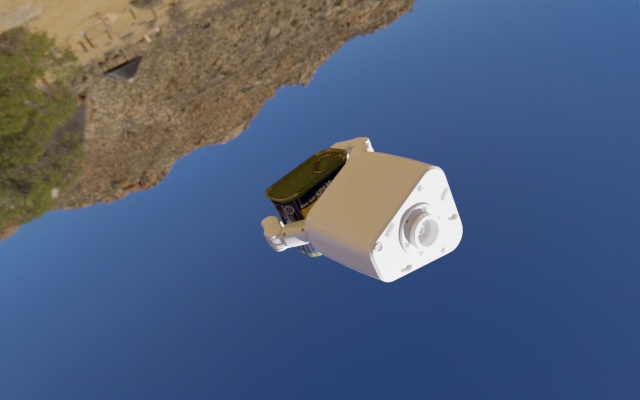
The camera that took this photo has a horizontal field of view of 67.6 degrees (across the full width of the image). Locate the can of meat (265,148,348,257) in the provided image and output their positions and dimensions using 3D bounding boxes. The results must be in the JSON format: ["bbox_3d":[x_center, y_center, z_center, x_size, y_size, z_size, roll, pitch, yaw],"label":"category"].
[{"bbox_3d":[0.000,0.002,0.551,0.102,0.084,0.057,-39,28,-24],"label":"can of meat"}]
